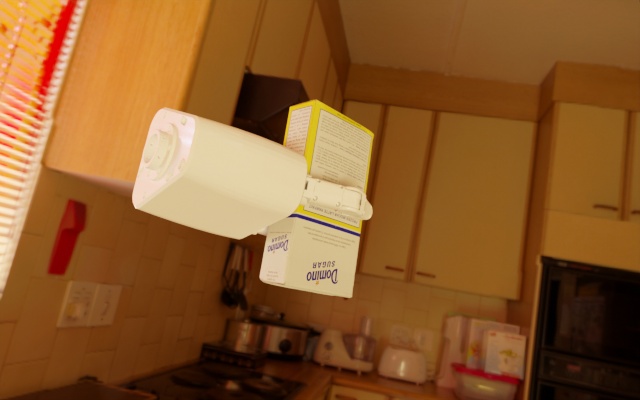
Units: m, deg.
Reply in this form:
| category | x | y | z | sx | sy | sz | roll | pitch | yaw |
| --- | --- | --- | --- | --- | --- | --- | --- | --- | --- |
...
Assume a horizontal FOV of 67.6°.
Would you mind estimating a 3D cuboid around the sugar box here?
| category | x | y | z | sx | sy | sz | roll | pitch | yaw |
| --- | --- | --- | --- | --- | --- | --- | --- | --- | --- |
| sugar box | 0.000 | 0.001 | 0.474 | 0.093 | 0.176 | 0.048 | 21 | -14 | -41 |
